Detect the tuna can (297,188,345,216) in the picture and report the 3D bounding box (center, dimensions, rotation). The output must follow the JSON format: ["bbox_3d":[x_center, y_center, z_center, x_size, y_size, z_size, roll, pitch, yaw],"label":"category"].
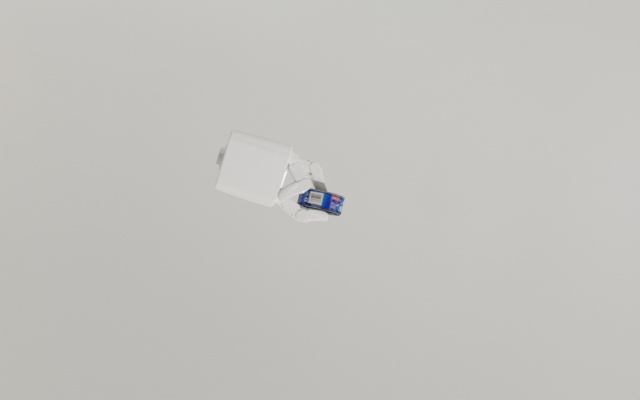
[{"bbox_3d":[0.000,0.003,0.880,0.086,0.033,0.086,12,-7,2],"label":"tuna can"}]
